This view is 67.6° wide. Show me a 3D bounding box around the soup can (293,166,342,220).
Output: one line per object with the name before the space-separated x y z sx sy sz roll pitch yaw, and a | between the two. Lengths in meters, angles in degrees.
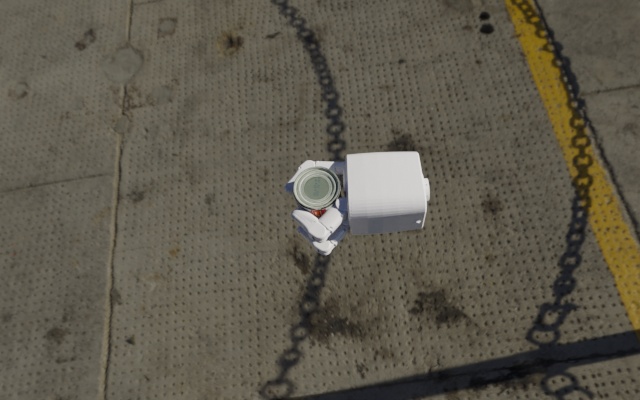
soup can | 0.000 0.002 0.698 0.068 0.068 0.102 0 -24 7
